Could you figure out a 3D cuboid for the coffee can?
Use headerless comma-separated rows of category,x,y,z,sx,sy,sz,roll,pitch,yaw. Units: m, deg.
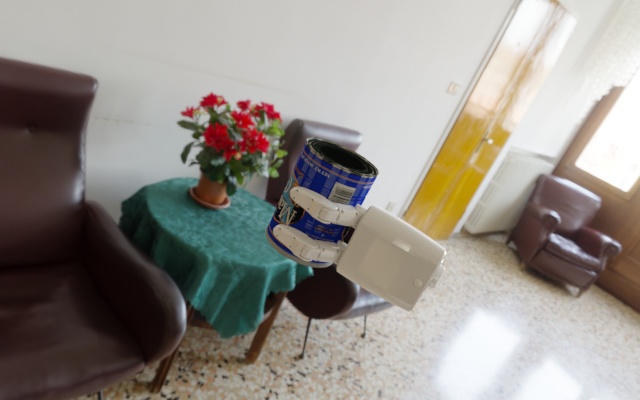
coffee can,0.000,0.002,0.630,0.103,0.140,0.102,22,20,-9
